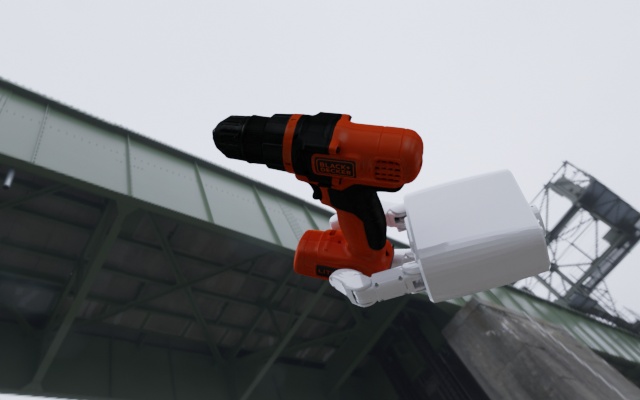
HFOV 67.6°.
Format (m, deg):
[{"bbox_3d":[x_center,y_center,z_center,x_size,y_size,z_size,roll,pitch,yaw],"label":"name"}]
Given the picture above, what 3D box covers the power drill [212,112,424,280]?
[{"bbox_3d":[0.000,0.002,0.453,0.184,0.057,0.188,9,-41,16],"label":"power drill"}]
